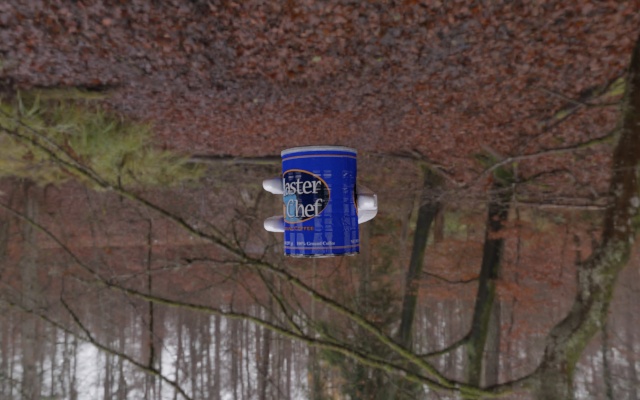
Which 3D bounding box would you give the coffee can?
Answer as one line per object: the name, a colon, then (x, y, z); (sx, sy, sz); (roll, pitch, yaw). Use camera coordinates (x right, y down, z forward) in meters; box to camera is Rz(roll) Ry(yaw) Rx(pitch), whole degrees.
coffee can: (0.000, 0.002, 0.642); (0.103, 0.140, 0.103); (-2, -2, 0)
